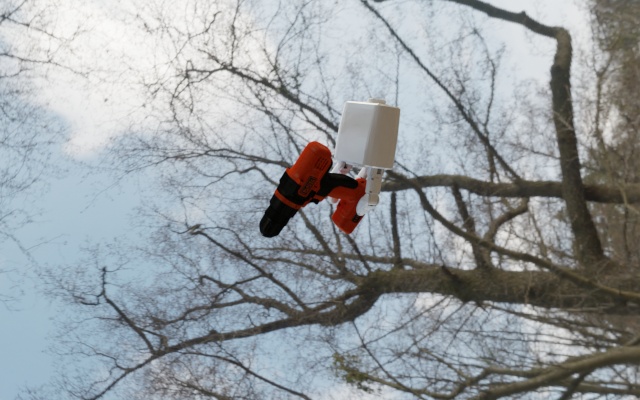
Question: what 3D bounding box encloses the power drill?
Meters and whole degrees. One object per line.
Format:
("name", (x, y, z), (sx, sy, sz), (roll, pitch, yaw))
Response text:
("power drill", (0.001, 0.003, 0.836), (0.188, 0.184, 0.057), (20, 20, -46))
